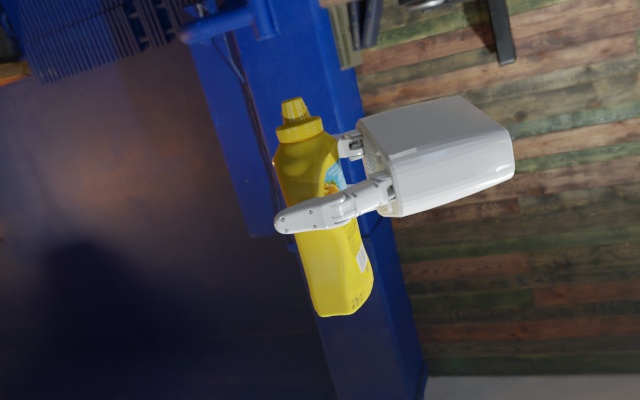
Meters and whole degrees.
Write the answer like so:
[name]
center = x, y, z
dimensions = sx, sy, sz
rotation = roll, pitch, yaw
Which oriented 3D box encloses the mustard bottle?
[mustard bottle]
center = 0.000, 0.002, 0.437
dimensions = 0.058, 0.192, 0.096
rotation = -9, 18, 19
